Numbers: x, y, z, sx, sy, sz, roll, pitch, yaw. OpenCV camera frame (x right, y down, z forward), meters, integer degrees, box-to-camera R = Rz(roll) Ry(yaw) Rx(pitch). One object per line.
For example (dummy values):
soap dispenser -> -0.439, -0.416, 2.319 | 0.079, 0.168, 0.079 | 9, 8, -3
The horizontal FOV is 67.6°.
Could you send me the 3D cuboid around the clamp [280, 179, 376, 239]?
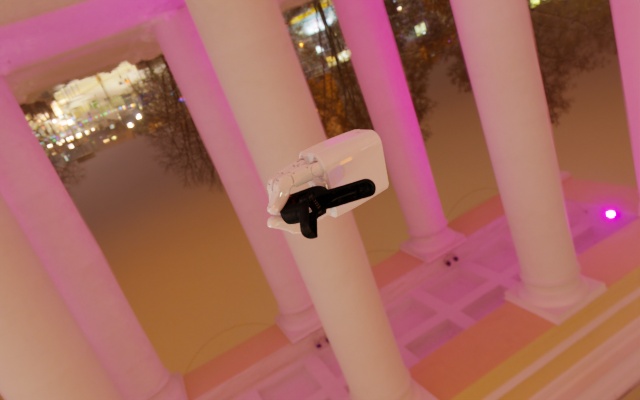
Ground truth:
clamp -> 0.000, 0.003, 0.673 | 0.120, 0.039, 0.171 | -27, 18, -17
